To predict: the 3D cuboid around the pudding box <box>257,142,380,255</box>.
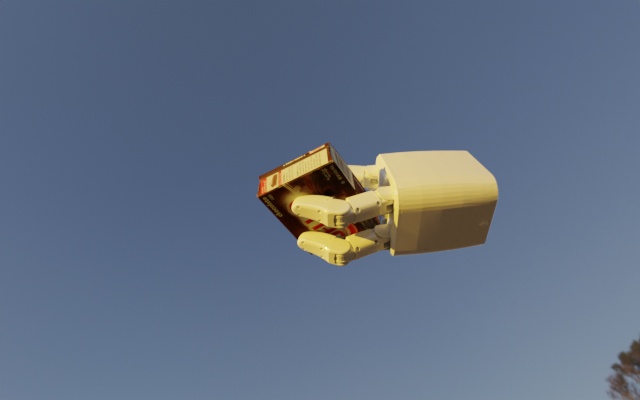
[{"bbox_3d":[0.000,0.002,0.514,0.090,0.039,0.113,-25,-52,17],"label":"pudding box"}]
